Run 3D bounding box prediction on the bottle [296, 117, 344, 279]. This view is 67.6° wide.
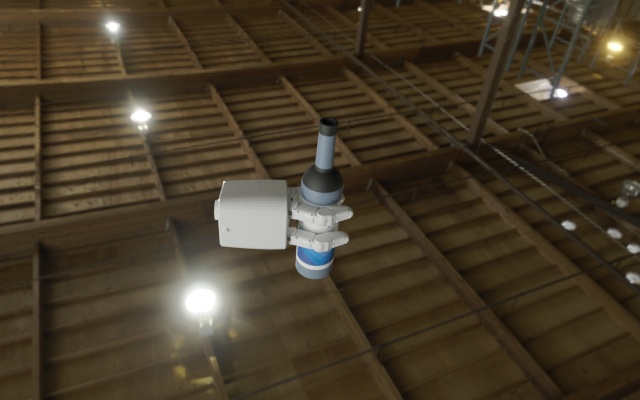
[{"bbox_3d":[0.000,0.003,0.771,0.069,0.296,0.069,4,38,-3],"label":"bottle"}]
